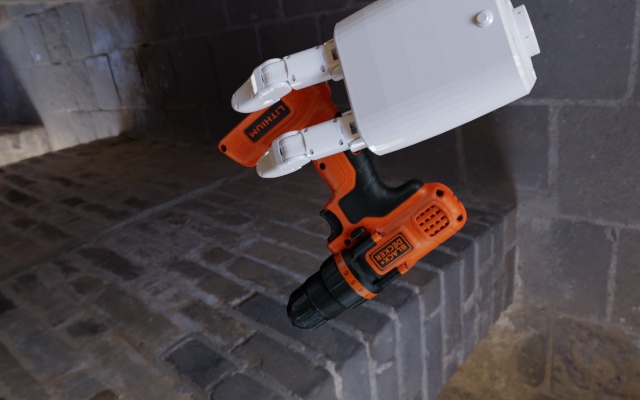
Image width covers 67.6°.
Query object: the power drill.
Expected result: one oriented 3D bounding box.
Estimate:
[{"bbox_3d":[0.000,0.001,0.414,0.184,0.187,0.057,-39,2,14],"label":"power drill"}]
